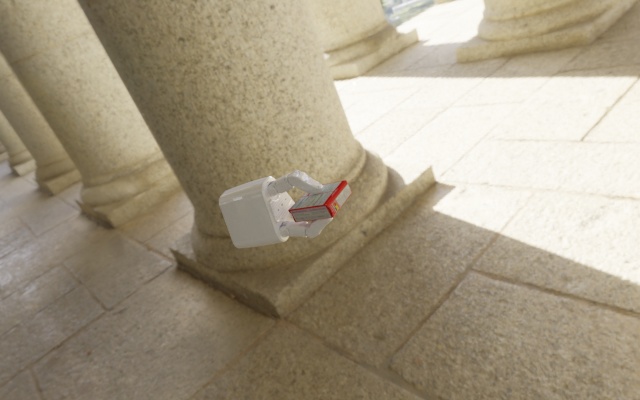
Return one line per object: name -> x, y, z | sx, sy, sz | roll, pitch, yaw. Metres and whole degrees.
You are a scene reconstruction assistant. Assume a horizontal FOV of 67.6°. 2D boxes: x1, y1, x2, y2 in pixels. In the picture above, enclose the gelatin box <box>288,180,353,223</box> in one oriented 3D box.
gelatin box -> 0.000, 0.002, 0.813 | 0.089, 0.030, 0.073 | -10, 29, 41
